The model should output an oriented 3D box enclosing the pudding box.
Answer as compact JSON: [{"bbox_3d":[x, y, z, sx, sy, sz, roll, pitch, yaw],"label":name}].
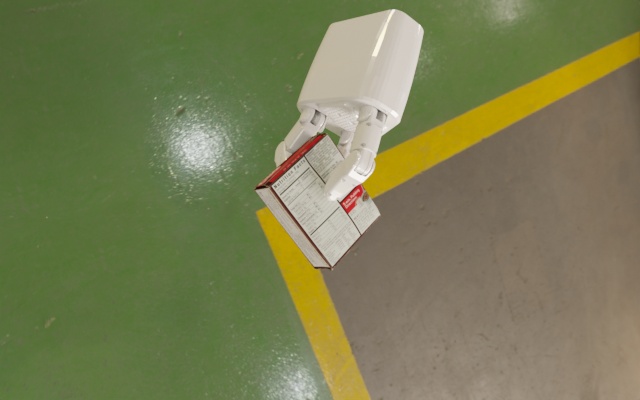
[{"bbox_3d":[0.000,0.002,0.493,0.090,0.113,0.039,-44,18,-25],"label":"pudding box"}]
